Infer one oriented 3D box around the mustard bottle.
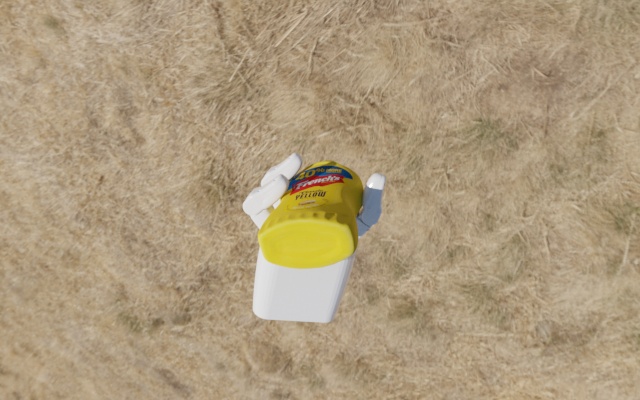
[{"bbox_3d":[0.000,0.002,0.537,0.096,0.058,0.191,-8,24,14],"label":"mustard bottle"}]
